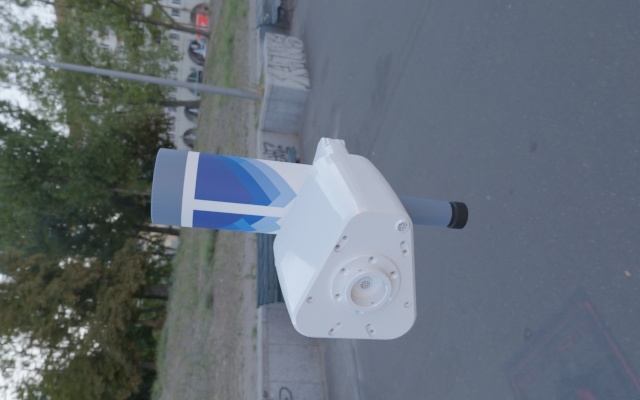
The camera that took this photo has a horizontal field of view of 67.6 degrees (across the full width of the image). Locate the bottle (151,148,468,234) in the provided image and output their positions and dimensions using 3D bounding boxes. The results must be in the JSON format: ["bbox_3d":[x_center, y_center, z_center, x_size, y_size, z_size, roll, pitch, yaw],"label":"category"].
[{"bbox_3d":[0.000,0.001,0.449,0.296,0.069,0.069,6,-1,-13],"label":"bottle"}]
